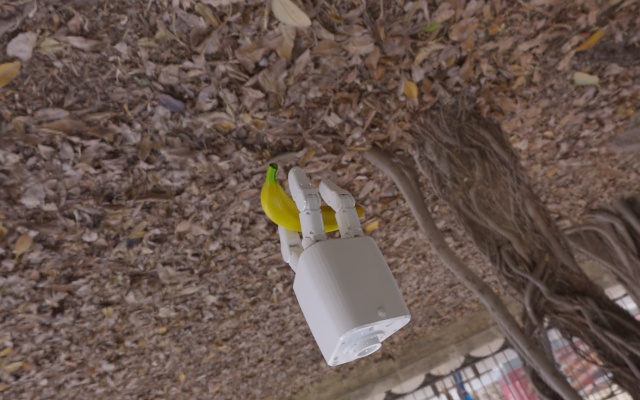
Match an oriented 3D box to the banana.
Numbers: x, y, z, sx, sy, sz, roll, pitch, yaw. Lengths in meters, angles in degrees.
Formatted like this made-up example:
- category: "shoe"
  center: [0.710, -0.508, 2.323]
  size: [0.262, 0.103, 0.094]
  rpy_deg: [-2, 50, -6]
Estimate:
- category: "banana"
  center: [-0.015, 0.013, 0.629]
  size: [0.070, 0.037, 0.198]
  rpy_deg: [-43, -36, 19]
